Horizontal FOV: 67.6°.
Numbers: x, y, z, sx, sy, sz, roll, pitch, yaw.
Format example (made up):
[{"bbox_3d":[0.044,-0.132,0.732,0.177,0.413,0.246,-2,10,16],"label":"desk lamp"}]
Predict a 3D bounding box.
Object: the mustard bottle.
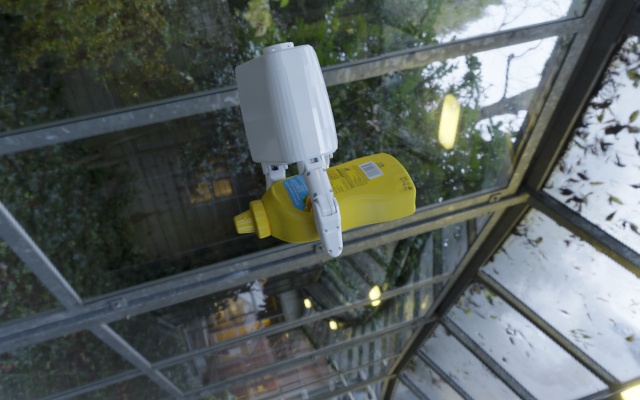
[{"bbox_3d":[0.000,0.002,0.526,0.191,0.058,0.096,-15,37,-12],"label":"mustard bottle"}]
